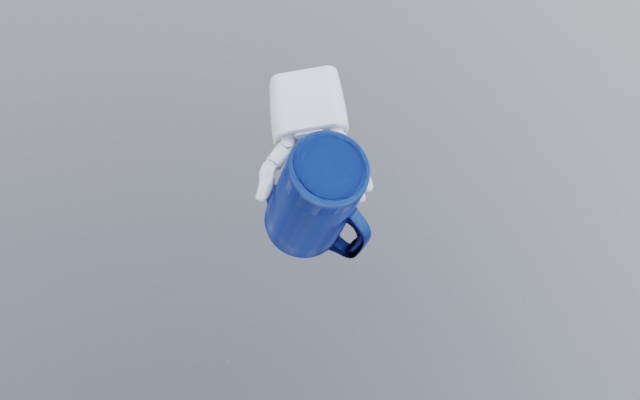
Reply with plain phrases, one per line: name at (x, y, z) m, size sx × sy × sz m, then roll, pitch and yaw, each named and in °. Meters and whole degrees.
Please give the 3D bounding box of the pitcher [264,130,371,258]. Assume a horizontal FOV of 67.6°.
pitcher at (0.000, 0.002, 0.706) m, size 0.149 × 0.145 × 0.243 m, roll -3°, pitch -18°, yaw -12°
